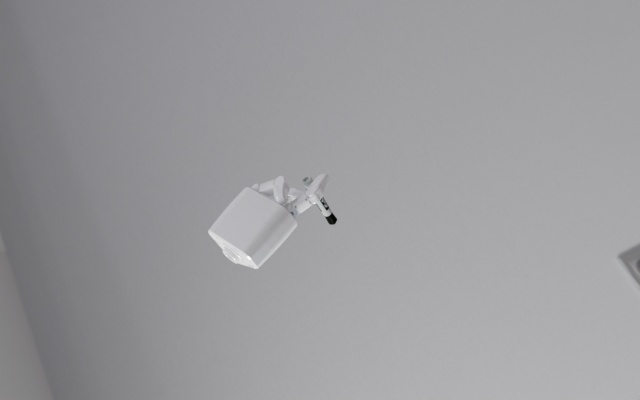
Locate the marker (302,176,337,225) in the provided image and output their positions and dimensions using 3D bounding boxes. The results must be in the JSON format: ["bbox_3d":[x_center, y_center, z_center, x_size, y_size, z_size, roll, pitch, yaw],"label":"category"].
[{"bbox_3d":[0.000,0.003,0.877,0.020,0.020,0.121,0,-42,35],"label":"marker"}]
